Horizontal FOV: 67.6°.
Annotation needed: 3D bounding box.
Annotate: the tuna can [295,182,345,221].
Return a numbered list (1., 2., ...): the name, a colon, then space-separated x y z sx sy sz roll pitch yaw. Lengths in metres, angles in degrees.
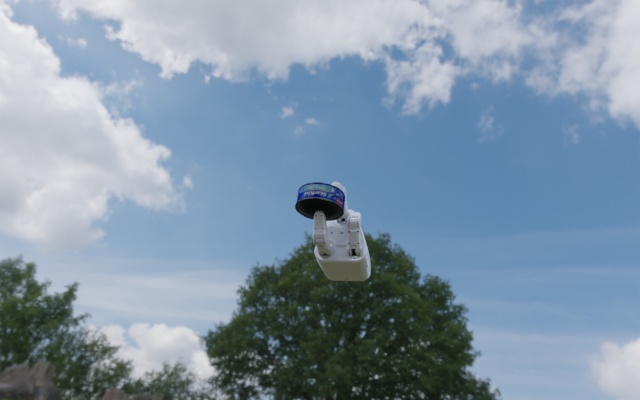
1. tuna can: 0.000 0.002 0.834 0.086 0.033 0.086 7 -27 3
